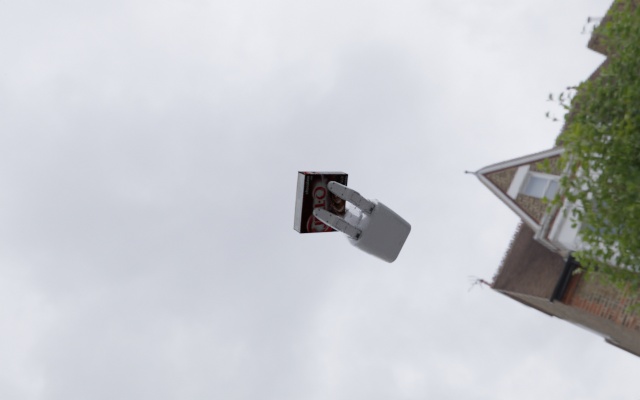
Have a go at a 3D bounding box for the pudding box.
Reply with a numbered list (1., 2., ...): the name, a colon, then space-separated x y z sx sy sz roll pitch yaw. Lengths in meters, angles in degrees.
1. pudding box: 0.000 0.003 0.875 0.090 0.113 0.039 -2 11 -29
